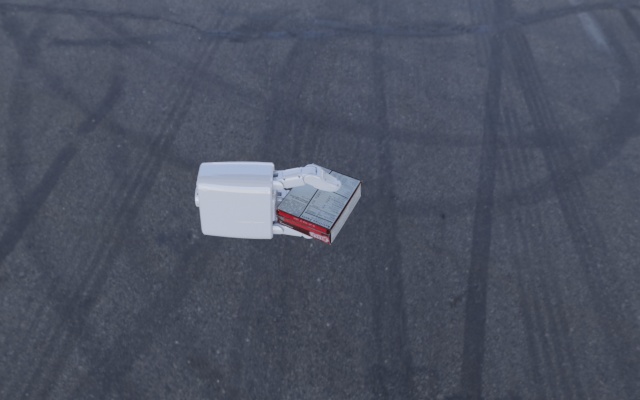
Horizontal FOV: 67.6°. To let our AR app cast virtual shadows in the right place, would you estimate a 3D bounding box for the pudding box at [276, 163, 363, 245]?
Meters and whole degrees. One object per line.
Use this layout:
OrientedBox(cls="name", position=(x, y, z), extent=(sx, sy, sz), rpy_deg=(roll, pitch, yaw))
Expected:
OrientedBox(cls="pudding box", position=(0.000, 0.002, 0.708), extent=(0.090, 0.113, 0.039), rpy_deg=(22, -37, 17))
